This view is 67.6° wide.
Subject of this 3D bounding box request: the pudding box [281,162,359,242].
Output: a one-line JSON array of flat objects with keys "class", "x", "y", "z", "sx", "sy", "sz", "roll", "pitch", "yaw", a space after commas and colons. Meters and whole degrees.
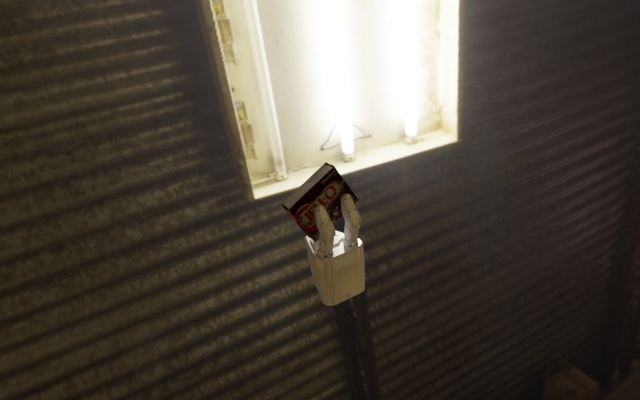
[{"class": "pudding box", "x": 0.000, "y": 0.003, "z": 0.844, "sx": 0.039, "sy": 0.113, "sz": 0.090, "roll": 31, "pitch": -16, "yaw": 53}]
